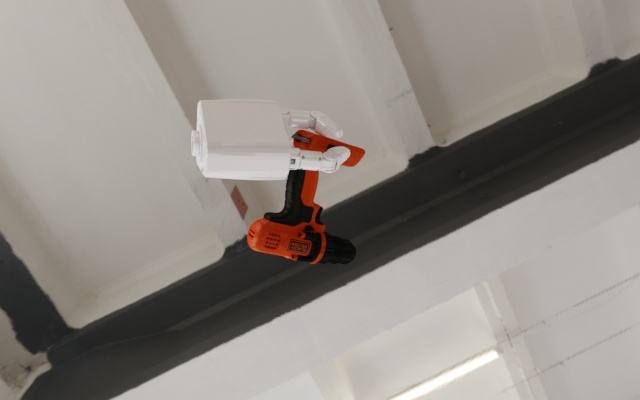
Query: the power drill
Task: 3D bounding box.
[{"bbox_3d":[0.000,0.002,0.701,0.184,0.187,0.057,14,6,-35],"label":"power drill"}]
